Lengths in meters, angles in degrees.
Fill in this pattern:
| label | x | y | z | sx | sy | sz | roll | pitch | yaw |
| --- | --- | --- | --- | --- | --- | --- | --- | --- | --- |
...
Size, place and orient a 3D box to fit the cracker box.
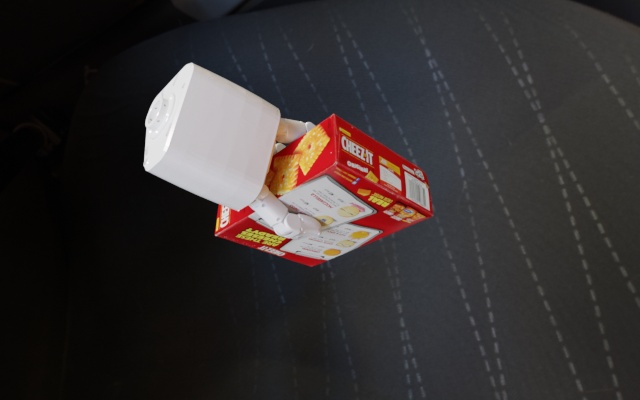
| label | x | y | z | sx | sy | sz | roll | pitch | yaw |
| --- | --- | --- | --- | --- | --- | --- | --- | --- | --- |
| cracker box | 0.000 | 0.002 | 0.583 | 0.164 | 0.072 | 0.214 | 24 | -38 | -37 |
